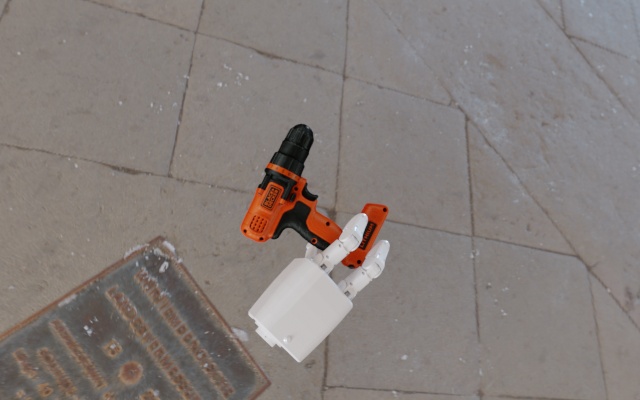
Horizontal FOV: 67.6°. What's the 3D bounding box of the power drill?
[{"bbox_3d":[0.000,0.003,0.699,0.187,0.184,0.057,26,-2,-2],"label":"power drill"}]
